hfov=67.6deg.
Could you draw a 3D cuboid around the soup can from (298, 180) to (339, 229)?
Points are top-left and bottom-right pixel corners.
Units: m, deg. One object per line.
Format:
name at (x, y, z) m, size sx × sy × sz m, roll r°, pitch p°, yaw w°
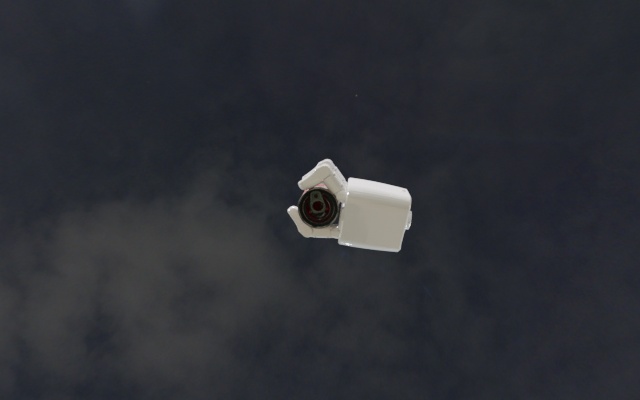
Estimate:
soup can at (0.000, 0.003, 0.826) m, size 0.068 × 0.068 × 0.102 m, roll 0°, pitch 12°, yaw 4°
